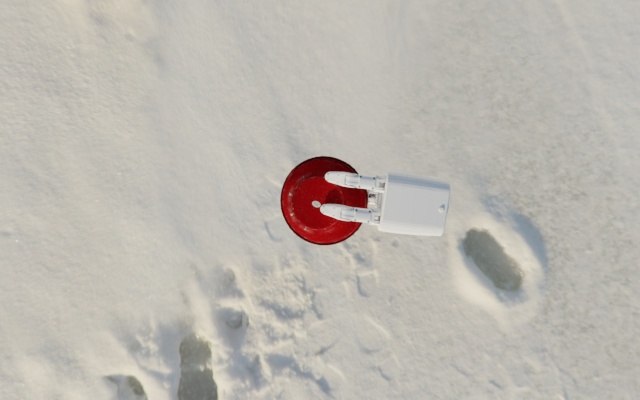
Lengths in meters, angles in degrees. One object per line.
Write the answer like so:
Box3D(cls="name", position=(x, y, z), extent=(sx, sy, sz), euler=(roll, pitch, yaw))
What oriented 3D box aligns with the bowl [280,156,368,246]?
Box3D(cls="bowl", position=(-0.001, 0.003, 0.833), extent=(0.162, 0.162, 0.055), euler=(0, 4, 12))
